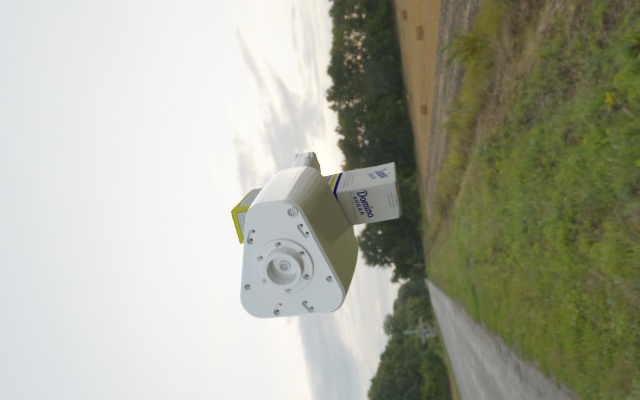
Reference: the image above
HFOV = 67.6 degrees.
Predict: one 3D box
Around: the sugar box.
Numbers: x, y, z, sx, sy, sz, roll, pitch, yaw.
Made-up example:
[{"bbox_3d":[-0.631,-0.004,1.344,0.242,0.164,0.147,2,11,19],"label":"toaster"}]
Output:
[{"bbox_3d":[0.000,0.002,0.531,0.176,0.048,0.093,-8,16,11],"label":"sugar box"}]
